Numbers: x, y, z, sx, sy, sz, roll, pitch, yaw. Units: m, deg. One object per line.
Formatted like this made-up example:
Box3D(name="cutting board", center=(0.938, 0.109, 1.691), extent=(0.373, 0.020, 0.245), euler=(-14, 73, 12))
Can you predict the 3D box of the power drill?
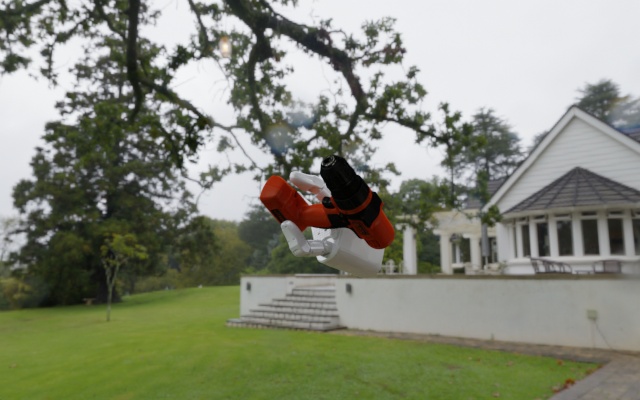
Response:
Box3D(name="power drill", center=(0.000, 0.002, 0.709), extent=(0.187, 0.057, 0.184), euler=(5, -37, 40))
